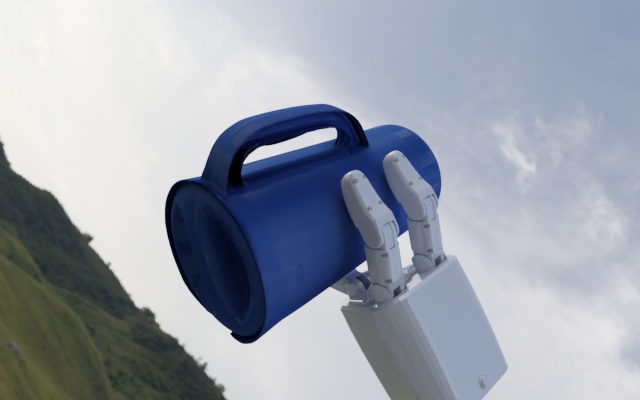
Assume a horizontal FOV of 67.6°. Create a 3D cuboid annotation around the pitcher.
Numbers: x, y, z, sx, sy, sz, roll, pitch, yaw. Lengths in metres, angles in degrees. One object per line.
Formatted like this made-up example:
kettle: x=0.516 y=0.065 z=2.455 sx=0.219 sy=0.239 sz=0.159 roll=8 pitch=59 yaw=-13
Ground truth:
pitcher: x=0.000 y=0.002 z=0.421 sx=0.243 sy=0.145 sz=0.149 roll=-25 pitch=-3 yaw=-38
